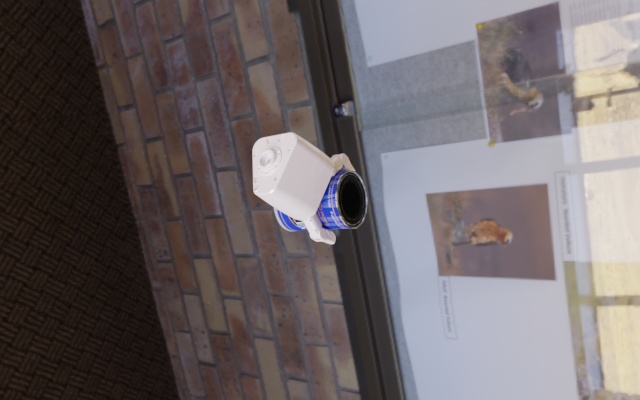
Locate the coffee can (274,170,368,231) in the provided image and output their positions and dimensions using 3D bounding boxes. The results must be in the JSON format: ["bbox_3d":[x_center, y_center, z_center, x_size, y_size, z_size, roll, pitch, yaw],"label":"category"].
[{"bbox_3d":[0.000,0.003,0.870,0.140,0.103,0.103,-5,-3,35],"label":"coffee can"}]
